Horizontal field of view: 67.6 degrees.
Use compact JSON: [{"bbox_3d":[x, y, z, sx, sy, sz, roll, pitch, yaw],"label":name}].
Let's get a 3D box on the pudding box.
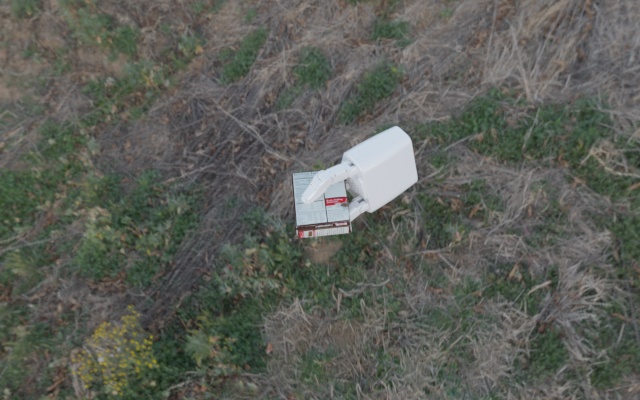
[{"bbox_3d":[0.000,0.002,0.784,0.090,0.113,0.039,-7,-37,0],"label":"pudding box"}]
